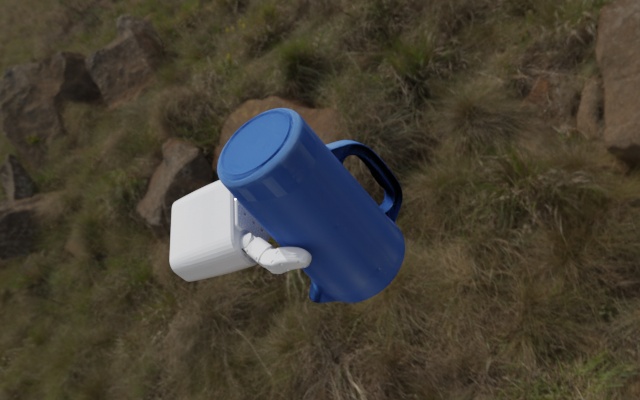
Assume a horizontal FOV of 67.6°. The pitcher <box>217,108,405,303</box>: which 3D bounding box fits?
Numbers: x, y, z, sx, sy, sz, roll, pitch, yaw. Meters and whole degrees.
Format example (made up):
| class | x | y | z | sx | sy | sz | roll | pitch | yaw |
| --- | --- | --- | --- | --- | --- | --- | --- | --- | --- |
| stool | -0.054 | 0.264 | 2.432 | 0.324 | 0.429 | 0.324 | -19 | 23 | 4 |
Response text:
| class | x | y | z | sx | sy | sz | roll | pitch | yaw |
| --- | --- | --- | --- | --- | --- | --- | --- | --- | --- |
| pitcher | 0.000 | 0.002 | 0.568 | 0.145 | 0.149 | 0.243 | -18 | -45 | 25 |
